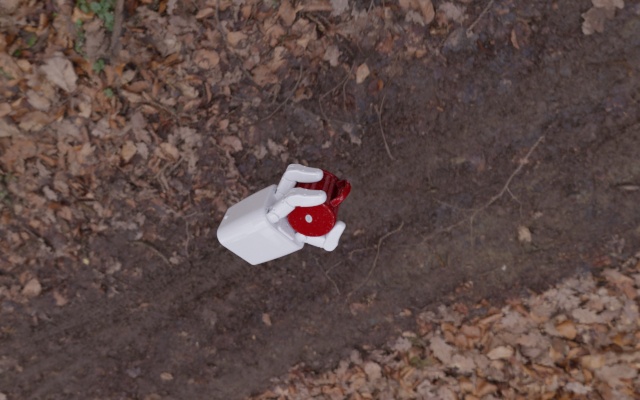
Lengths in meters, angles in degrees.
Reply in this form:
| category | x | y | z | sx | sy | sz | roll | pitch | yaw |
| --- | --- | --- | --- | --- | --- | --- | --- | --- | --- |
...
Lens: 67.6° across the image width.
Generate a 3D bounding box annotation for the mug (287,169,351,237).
| category | x | y | z | sx | sy | sz | roll | pitch | yaw |
| --- | --- | --- | --- | --- | --- | --- | --- | --- | --- |
| mug | 0.001 | 0.002 | 0.791 | 0.117 | 0.093 | 0.081 | -24 | 29 | 26 |
